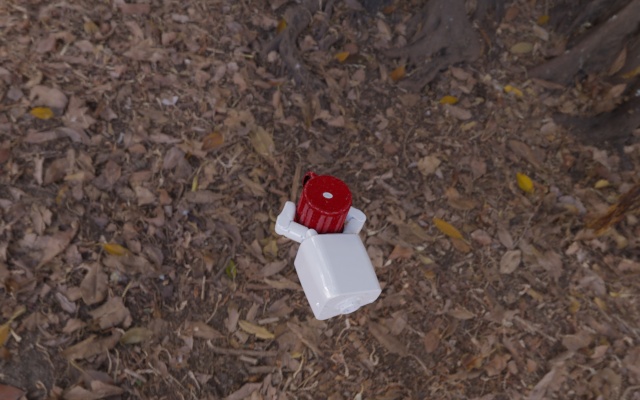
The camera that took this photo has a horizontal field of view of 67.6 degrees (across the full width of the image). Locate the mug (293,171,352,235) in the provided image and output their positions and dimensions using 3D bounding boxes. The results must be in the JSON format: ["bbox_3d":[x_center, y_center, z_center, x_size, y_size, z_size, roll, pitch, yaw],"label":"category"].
[{"bbox_3d":[0.000,0.001,0.792,0.093,0.117,0.082,-11,-32,-22],"label":"mug"}]
